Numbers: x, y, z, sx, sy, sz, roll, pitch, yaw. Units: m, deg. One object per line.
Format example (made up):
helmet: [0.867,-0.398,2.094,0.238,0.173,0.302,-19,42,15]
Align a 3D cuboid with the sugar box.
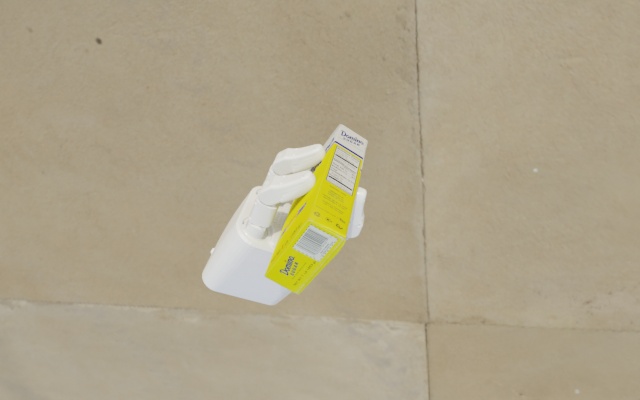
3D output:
sugar box: [0.000,0.002,0.499,0.048,0.093,0.176,29,37,-13]
